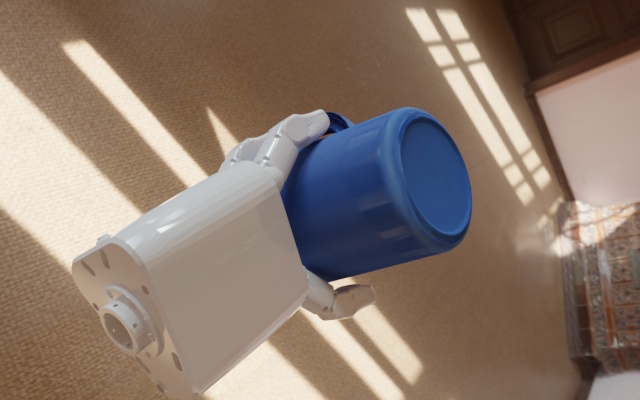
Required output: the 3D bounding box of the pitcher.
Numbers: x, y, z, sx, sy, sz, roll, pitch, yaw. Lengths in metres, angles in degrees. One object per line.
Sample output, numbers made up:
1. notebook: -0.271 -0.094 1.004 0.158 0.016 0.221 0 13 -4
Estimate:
1. pitcher: 0.000 0.002 0.420 0.243 0.149 0.145 -20 11 43
